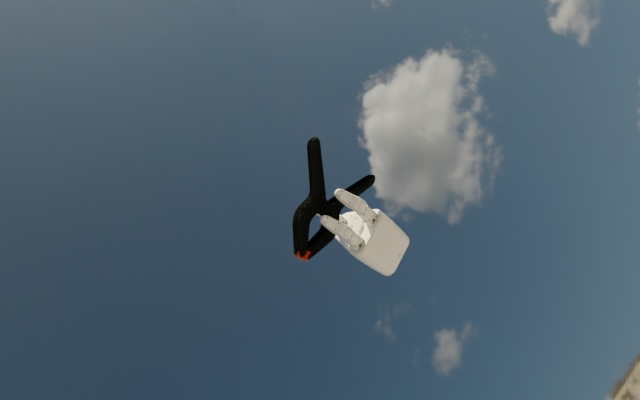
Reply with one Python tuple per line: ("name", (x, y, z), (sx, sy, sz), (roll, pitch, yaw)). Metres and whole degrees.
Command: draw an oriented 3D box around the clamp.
("clamp", (0.000, 0.003, 0.855), (0.165, 0.210, 0.036), (37, -13, -32))
